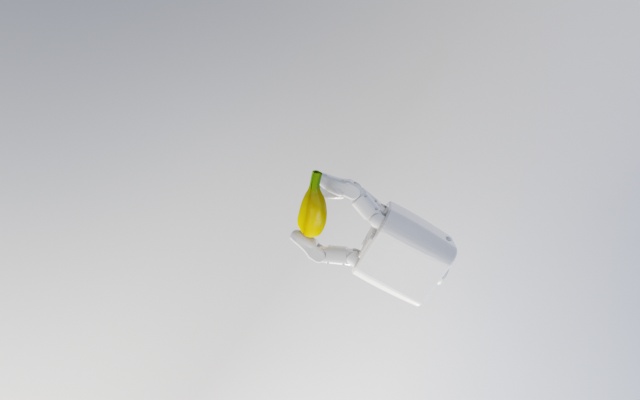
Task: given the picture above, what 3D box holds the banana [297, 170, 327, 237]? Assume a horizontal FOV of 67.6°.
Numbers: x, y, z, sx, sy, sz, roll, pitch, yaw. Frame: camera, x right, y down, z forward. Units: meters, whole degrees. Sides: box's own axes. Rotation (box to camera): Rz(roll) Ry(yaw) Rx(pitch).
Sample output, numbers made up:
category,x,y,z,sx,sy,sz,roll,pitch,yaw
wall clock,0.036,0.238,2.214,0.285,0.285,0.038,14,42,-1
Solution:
category,x,y,z,sx,sy,sz,roll,pitch,yaw
banana,-0.007,0.018,0.653,0.037,0.069,0.198,22,-12,3
